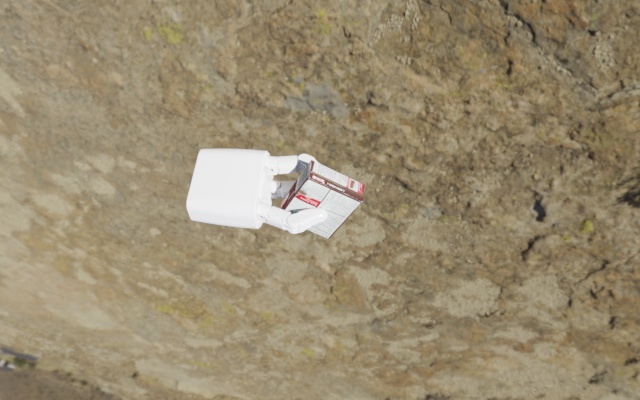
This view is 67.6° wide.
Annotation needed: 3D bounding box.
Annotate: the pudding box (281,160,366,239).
[{"bbox_3d":[0.000,0.002,0.706,0.090,0.039,0.113,23,-41,-15],"label":"pudding box"}]
